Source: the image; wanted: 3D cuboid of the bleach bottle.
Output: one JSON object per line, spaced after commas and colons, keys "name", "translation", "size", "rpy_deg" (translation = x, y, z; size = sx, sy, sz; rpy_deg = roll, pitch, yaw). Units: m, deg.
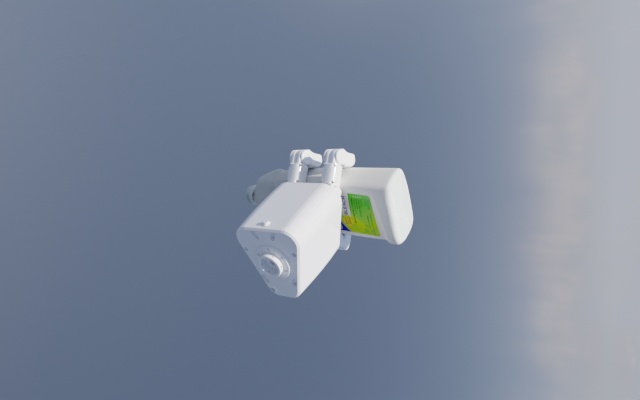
{"name": "bleach bottle", "translation": [0.000, 0.002, 0.691], "size": [0.251, 0.103, 0.068], "rpy_deg": [2, 34, 32]}
